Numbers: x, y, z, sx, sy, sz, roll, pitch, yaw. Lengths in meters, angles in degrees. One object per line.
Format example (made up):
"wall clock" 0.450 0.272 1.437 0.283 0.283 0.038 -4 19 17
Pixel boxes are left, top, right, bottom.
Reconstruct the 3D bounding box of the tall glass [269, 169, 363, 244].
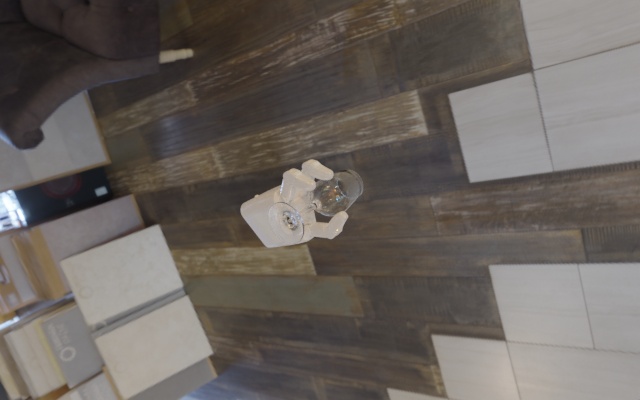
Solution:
"tall glass" 0.000 0.003 0.852 0.079 0.079 0.201 0 20 38
